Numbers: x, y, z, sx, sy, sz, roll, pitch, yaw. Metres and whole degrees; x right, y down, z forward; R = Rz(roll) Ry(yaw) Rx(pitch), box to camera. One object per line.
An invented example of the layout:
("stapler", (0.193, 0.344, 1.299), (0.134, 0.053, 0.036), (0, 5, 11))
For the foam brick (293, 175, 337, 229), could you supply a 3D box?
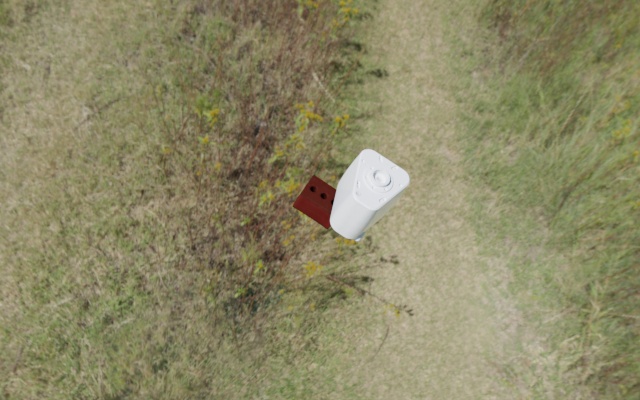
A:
("foam brick", (0.000, 0.003, 0.851), (0.078, 0.053, 0.051), (33, -32, 1))
